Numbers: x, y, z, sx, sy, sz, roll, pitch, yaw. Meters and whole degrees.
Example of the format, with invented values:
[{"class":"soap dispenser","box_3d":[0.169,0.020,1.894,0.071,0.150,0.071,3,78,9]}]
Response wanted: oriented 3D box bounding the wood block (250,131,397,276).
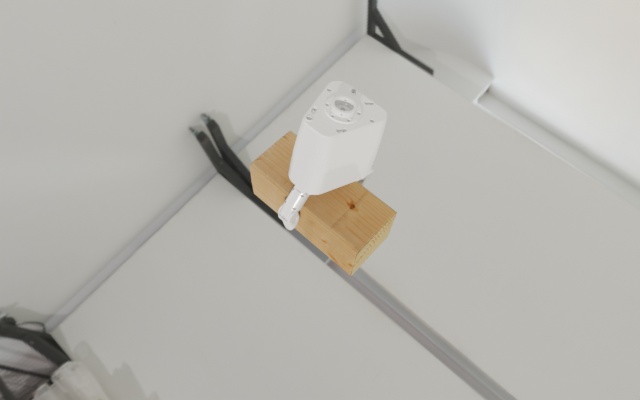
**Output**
[{"class":"wood block","box_3d":[0.000,0.002,0.718,0.206,0.090,0.090,39,-24,17]}]
